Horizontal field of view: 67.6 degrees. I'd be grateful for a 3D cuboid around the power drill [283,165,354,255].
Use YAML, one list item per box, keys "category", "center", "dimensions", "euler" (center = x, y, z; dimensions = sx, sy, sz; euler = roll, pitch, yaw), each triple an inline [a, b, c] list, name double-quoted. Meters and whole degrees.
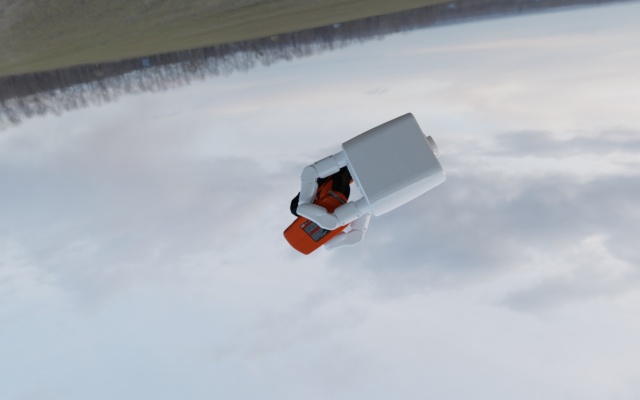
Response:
- category: "power drill"
  center: [0.000, 0.003, 0.757]
  dimensions: [0.184, 0.057, 0.187]
  euler: [-41, 15, 29]
